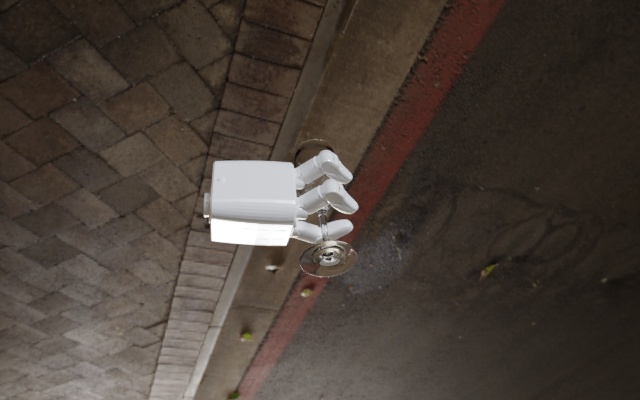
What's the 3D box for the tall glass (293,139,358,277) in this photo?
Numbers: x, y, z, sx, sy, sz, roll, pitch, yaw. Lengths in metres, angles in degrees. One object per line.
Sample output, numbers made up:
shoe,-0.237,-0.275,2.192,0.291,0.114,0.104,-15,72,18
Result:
tall glass,0.000,0.003,0.665,0.079,0.200,0.079,-4,-43,-4
